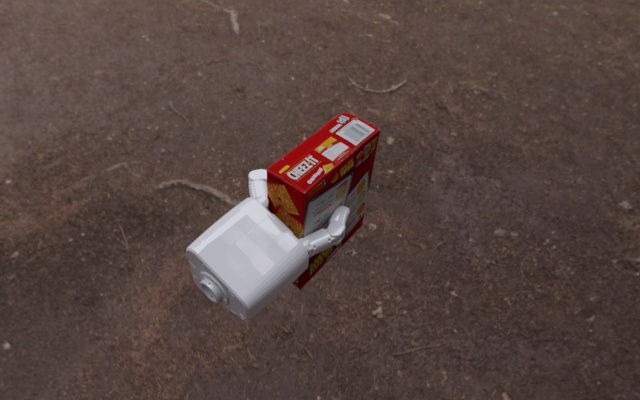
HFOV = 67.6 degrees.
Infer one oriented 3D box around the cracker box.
[{"bbox_3d":[0.000,0.002,0.689,0.072,0.214,0.164,32,54,22],"label":"cracker box"}]
